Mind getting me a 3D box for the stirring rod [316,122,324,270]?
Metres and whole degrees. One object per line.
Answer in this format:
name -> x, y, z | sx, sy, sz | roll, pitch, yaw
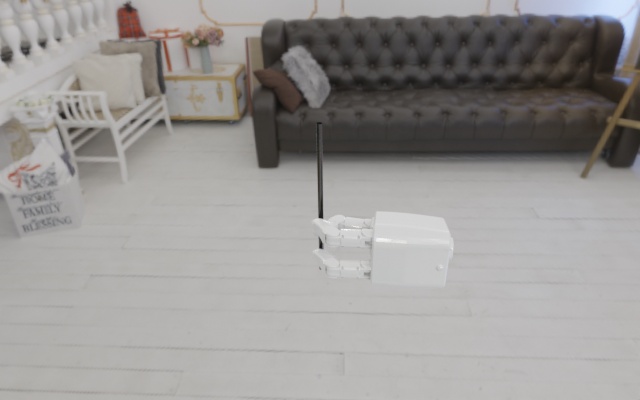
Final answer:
stirring rod -> 0.000, 0.002, 0.692 | 0.011, 0.240, 0.011 | -1, 30, 0
